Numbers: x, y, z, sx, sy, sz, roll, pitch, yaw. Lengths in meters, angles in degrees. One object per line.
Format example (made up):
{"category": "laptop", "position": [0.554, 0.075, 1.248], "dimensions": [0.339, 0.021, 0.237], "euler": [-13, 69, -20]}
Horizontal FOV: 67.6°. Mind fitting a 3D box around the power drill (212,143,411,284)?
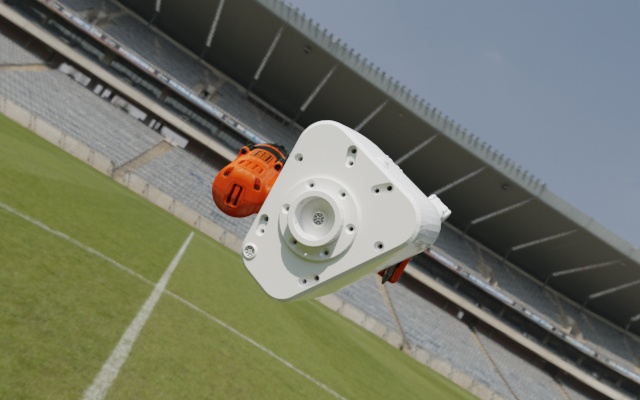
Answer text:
{"category": "power drill", "position": [0.000, 0.002, 0.473], "dimensions": [0.187, 0.057, 0.184], "euler": [23, 17, 0]}
